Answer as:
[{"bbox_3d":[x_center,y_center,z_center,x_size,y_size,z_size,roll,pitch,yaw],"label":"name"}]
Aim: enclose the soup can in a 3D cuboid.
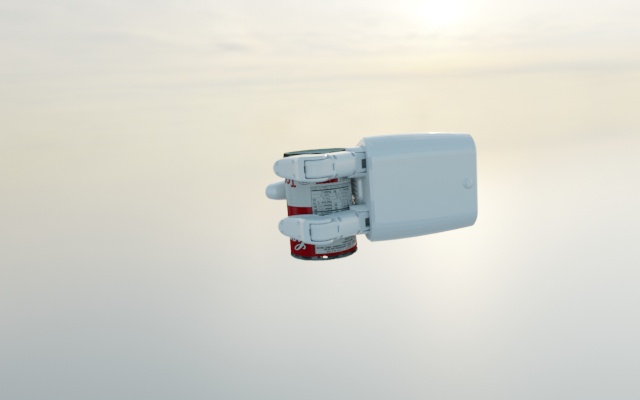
[{"bbox_3d":[0.000,0.001,0.471,0.068,0.102,0.068,-4,9,1],"label":"soup can"}]
